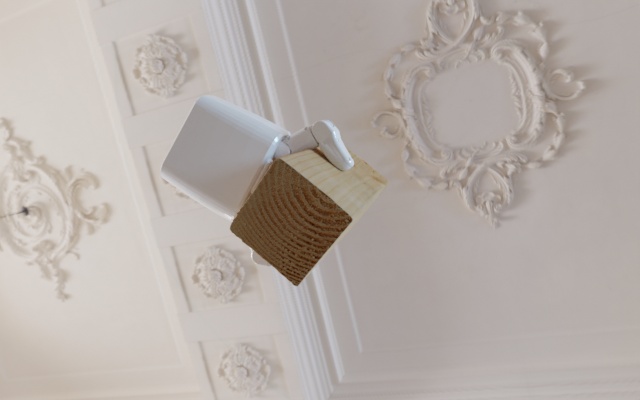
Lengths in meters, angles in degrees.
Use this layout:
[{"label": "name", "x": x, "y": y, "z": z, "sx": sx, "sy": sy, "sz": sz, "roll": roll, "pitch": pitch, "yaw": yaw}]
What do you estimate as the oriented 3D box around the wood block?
[{"label": "wood block", "x": 0.000, "y": 0.001, "z": 0.530, "sx": 0.090, "sy": 0.091, "sz": 0.206, "roll": 40, "pitch": 20, "yaw": 6}]
